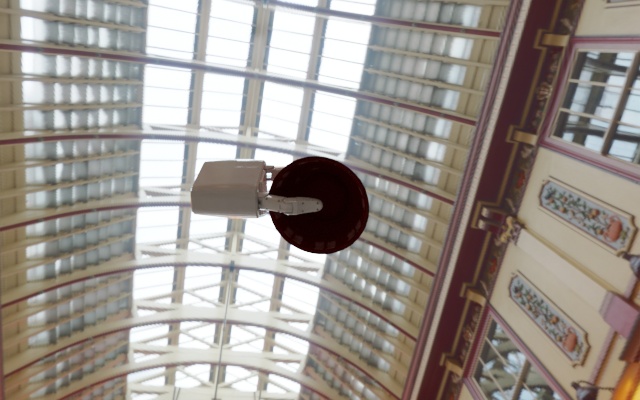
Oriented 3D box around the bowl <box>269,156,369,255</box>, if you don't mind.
[{"bbox_3d":[0.001,0.003,0.766,0.162,0.162,0.055,0,18,12],"label":"bowl"}]
